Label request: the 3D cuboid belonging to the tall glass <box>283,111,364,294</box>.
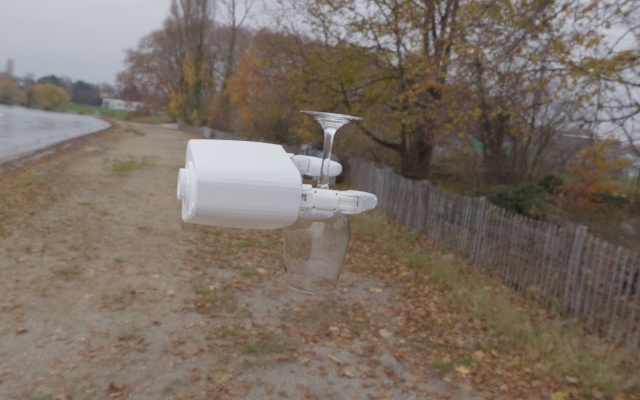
[{"bbox_3d":[0.000,0.001,0.551,0.079,0.201,0.079,7,8,-1],"label":"tall glass"}]
